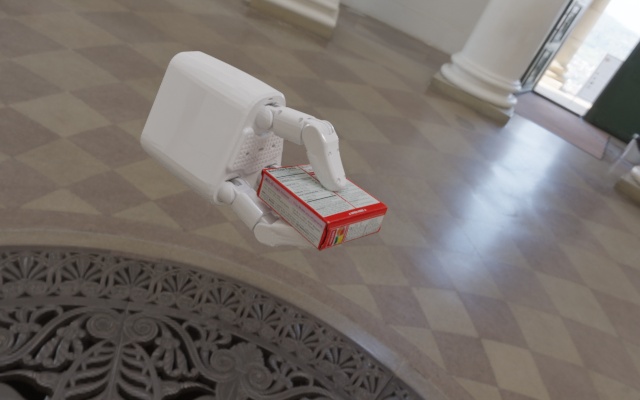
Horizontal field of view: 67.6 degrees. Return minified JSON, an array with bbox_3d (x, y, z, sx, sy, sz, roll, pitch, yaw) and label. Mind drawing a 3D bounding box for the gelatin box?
[{"bbox_3d":[0.000,0.001,0.410,0.073,0.030,0.089,-12,38,-43],"label":"gelatin box"}]
